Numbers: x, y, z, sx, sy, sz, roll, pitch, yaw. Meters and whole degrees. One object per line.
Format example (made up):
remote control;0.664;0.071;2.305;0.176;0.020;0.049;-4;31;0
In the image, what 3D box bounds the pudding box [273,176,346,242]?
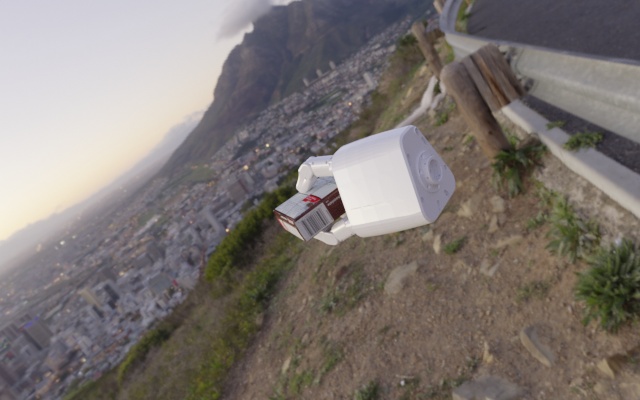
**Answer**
pudding box;0.000;0.002;0.654;0.113;0.039;0.090;-35;18;-14
